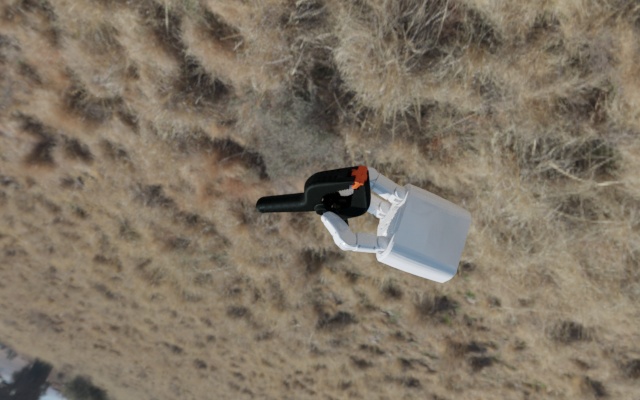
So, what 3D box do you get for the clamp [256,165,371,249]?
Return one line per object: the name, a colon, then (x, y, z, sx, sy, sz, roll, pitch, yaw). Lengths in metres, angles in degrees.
clamp: (0.000, 0.003, 0.681, 0.164, 0.036, 0.210, 21, -29, -9)
